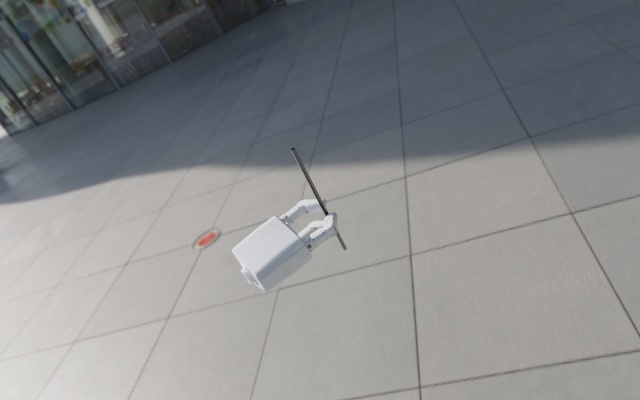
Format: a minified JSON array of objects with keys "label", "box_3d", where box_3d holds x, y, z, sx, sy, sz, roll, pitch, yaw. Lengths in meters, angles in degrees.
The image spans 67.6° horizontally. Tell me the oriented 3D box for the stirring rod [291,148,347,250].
[{"label":"stirring rod","box_3d":[0.000,0.003,0.899,0.011,0.240,0.011,-21,29,12]}]
